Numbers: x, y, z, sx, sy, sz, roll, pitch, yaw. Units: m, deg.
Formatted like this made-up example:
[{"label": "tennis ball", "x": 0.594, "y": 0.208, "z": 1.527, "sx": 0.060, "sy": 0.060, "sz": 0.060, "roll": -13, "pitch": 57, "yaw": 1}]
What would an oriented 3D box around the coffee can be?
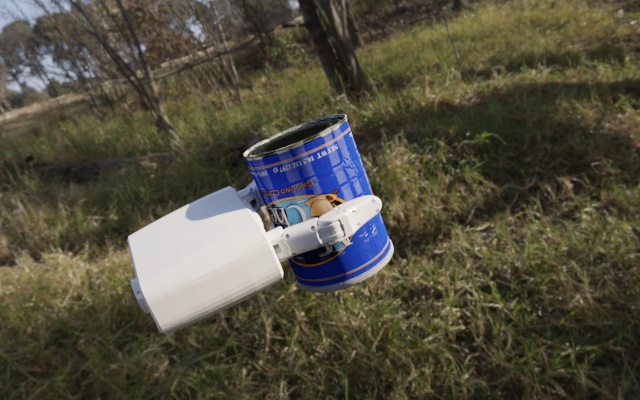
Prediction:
[{"label": "coffee can", "x": 0.000, "y": 0.002, "z": 0.459, "sx": 0.103, "sy": 0.140, "sz": 0.102, "roll": -20, "pitch": 17, "yaw": 6}]
